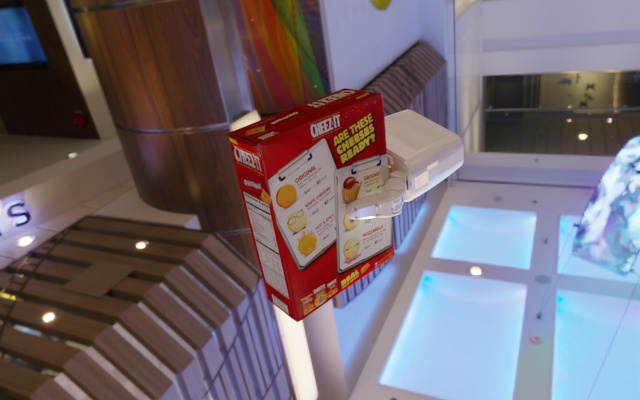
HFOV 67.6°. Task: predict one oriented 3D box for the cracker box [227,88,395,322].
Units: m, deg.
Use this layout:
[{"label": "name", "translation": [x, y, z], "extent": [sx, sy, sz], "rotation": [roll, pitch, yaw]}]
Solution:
[{"label": "cracker box", "translation": [0.000, 0.002, 0.538], "extent": [0.164, 0.214, 0.072], "rotation": [-28, 33, -32]}]
